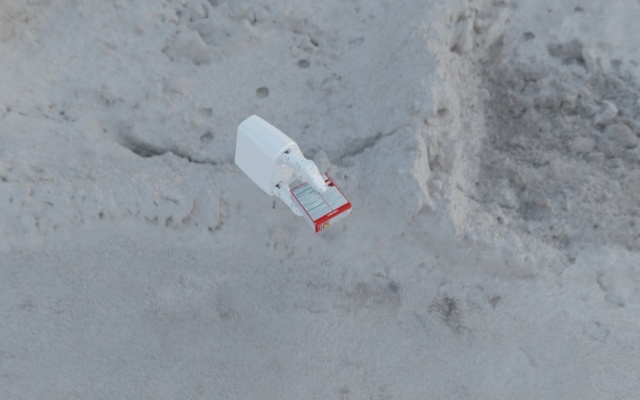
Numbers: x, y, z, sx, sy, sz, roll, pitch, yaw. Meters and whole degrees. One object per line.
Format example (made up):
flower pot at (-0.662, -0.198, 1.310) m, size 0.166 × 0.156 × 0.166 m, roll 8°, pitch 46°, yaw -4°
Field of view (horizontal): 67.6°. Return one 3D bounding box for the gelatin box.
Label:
gelatin box at (0.000, 0.003, 0.822) m, size 0.073 × 0.089 × 0.030 m, roll -28°, pitch -34°, yaw -17°
